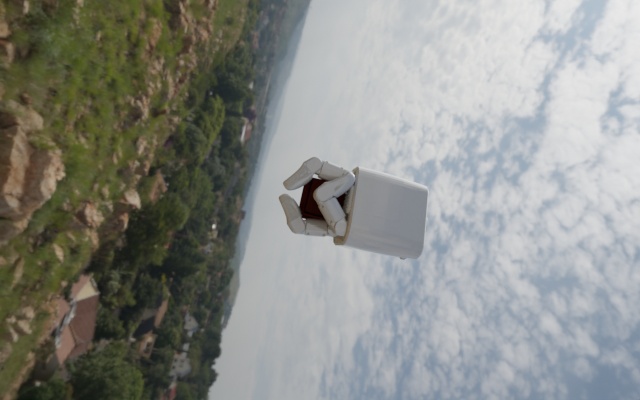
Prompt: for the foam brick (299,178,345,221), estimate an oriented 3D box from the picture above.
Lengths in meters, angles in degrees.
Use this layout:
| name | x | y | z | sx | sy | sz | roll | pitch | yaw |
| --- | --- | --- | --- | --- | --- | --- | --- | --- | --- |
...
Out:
| name | x | y | z | sx | sy | sz | roll | pitch | yaw |
| --- | --- | --- | --- | --- | --- | --- | --- | --- | --- |
| foam brick | 0.000 | 0.002 | 0.680 | 0.051 | 0.053 | 0.078 | 13 | -7 | -8 |
